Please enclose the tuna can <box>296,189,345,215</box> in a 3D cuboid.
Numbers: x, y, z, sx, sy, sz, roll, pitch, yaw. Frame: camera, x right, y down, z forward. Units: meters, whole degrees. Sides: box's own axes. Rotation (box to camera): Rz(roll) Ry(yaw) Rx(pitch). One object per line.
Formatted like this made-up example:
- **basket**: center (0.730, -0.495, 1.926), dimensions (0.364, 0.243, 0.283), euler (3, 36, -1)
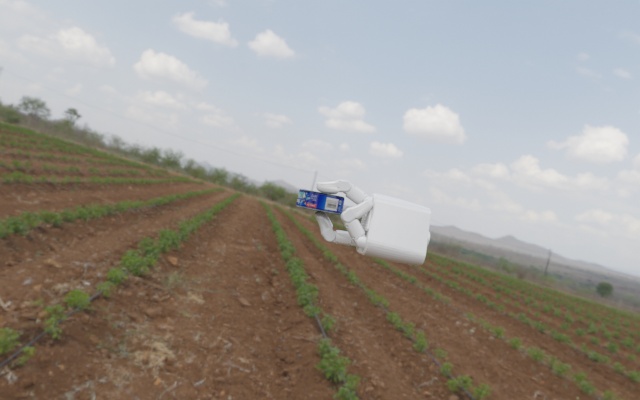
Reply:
- **tuna can**: center (0.000, 0.002, 0.867), dimensions (0.086, 0.034, 0.086), euler (11, 0, 0)
